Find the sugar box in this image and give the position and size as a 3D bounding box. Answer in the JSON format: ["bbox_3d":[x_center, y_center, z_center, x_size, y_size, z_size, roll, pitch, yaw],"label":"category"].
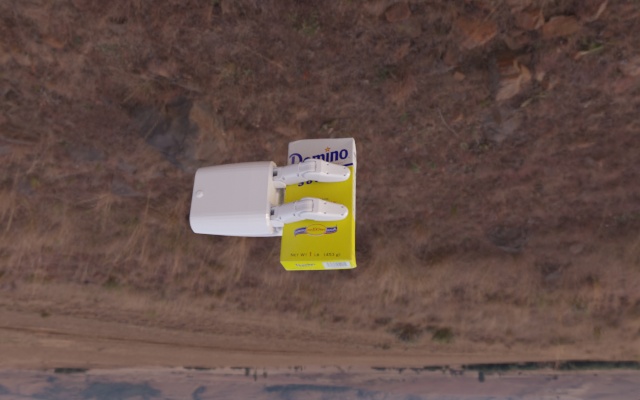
[{"bbox_3d":[0.000,0.002,0.633,0.093,0.176,0.048,-2,-22,8],"label":"sugar box"}]
